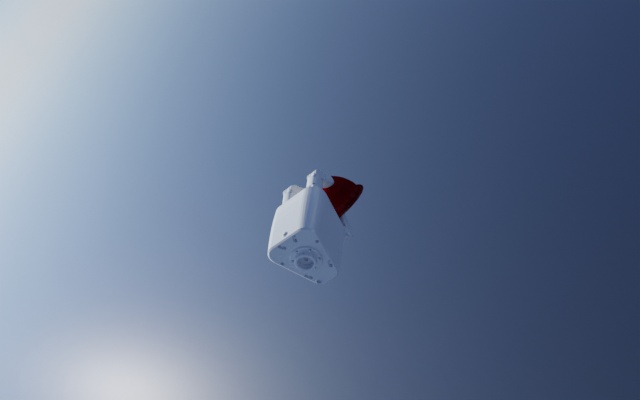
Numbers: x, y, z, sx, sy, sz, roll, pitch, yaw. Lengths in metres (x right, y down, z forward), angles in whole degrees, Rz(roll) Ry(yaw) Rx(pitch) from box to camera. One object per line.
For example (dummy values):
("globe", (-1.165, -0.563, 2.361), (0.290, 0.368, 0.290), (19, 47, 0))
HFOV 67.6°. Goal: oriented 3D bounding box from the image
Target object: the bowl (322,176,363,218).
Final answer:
("bowl", (0.000, 0.002, 0.892), (0.162, 0.055, 0.162), (-37, 11, 9))
